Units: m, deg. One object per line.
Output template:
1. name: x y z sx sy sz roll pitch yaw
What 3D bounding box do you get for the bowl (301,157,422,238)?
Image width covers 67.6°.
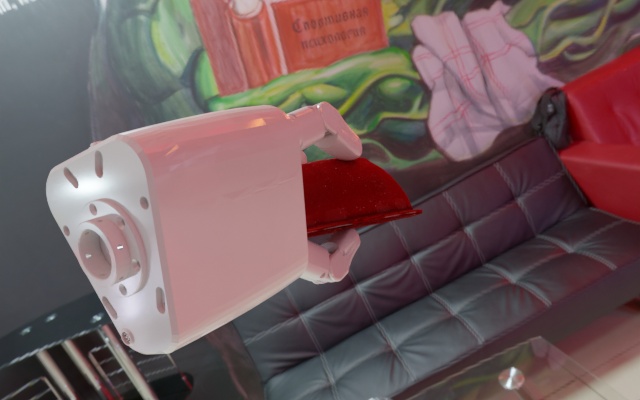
1. bowl: 0.000 0.001 0.403 0.162 0.055 0.162 -11 -5 -1
